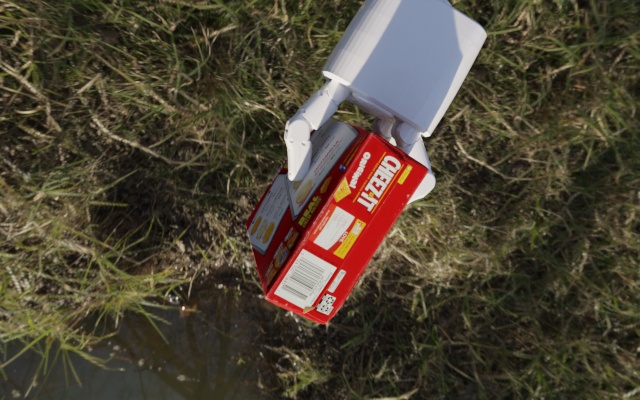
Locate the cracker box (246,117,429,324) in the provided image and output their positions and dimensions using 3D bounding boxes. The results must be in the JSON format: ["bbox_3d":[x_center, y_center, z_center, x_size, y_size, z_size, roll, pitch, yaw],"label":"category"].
[{"bbox_3d":[0.000,0.002,0.490,0.072,0.164,0.213,30,6,-18],"label":"cracker box"}]
